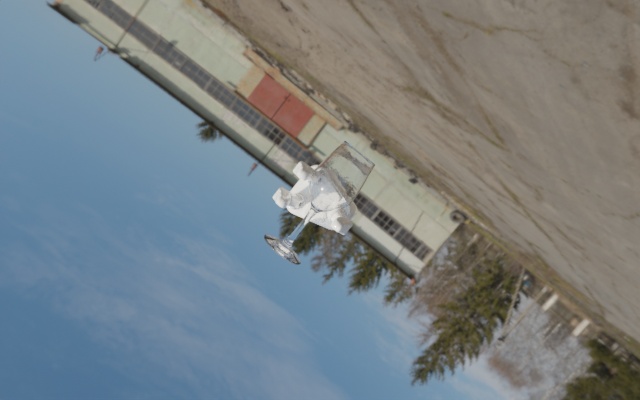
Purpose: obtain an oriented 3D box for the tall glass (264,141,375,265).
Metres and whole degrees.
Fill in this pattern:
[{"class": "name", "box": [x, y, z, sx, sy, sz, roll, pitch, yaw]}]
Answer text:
[{"class": "tall glass", "box": [0.000, 0.003, 0.759, 0.079, 0.201, 0.079, 38, 7, -6]}]
